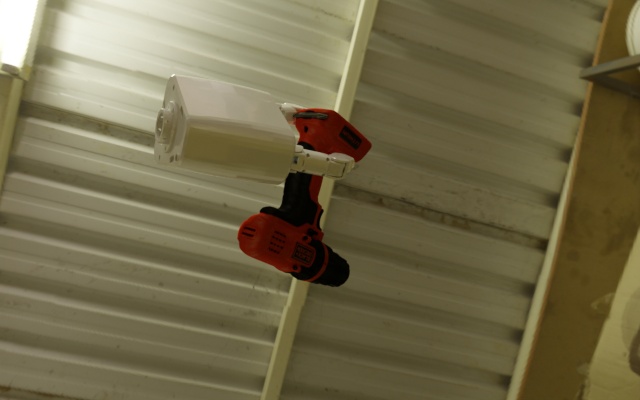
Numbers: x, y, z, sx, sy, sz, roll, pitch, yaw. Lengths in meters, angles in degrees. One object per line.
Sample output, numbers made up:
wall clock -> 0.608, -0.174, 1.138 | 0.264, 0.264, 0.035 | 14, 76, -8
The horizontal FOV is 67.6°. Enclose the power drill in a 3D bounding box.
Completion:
power drill -> 0.000, 0.001, 0.563 | 0.057, 0.187, 0.184 | 9, -15, 37
